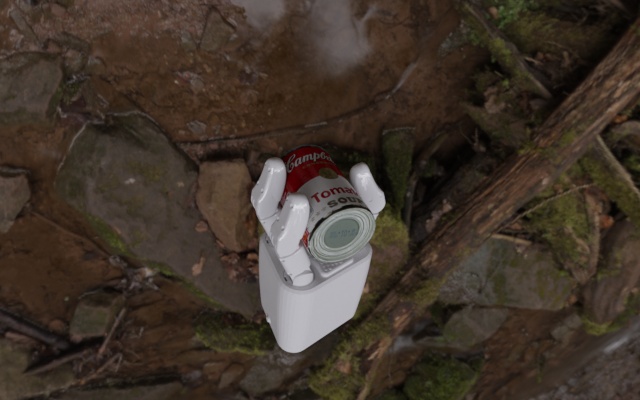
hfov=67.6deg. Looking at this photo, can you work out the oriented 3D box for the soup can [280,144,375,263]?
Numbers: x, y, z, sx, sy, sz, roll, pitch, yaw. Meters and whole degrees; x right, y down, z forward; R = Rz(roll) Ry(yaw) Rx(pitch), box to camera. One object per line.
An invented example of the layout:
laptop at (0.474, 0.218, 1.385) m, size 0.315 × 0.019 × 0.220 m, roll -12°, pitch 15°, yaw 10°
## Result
soup can at (0.000, 0.001, 0.457) m, size 0.068 × 0.068 × 0.102 m, roll 0°, pitch 37°, yaw -30°
